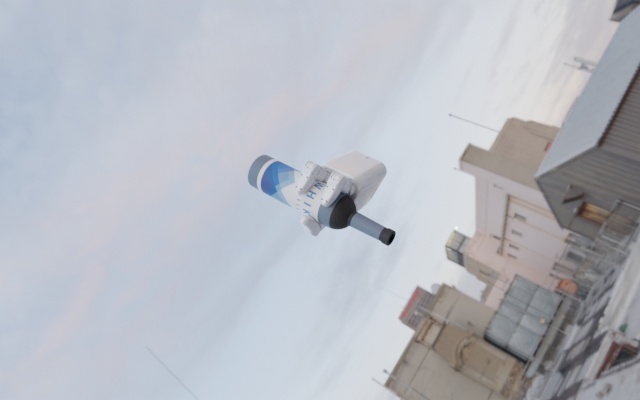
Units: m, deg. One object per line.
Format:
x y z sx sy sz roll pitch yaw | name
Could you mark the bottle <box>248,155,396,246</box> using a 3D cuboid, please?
0.000 0.003 0.848 0.295 0.069 0.069 27 13 27 | bottle
